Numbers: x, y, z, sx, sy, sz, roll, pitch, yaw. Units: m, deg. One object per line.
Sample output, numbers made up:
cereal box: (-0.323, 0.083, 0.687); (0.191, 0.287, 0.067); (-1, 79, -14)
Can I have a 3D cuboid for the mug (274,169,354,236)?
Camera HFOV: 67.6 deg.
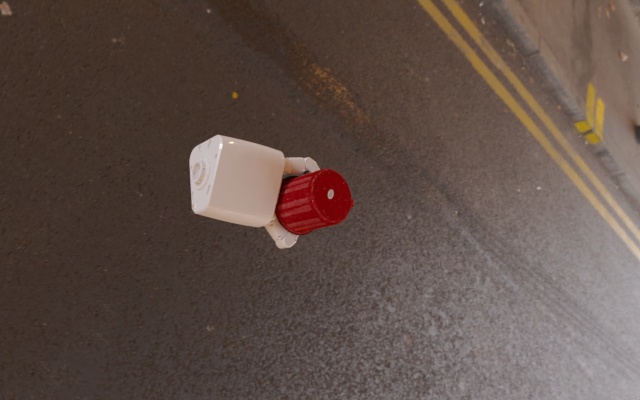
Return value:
mug: (0.001, 0.003, 0.711); (0.117, 0.093, 0.081); (11, -17, -39)
